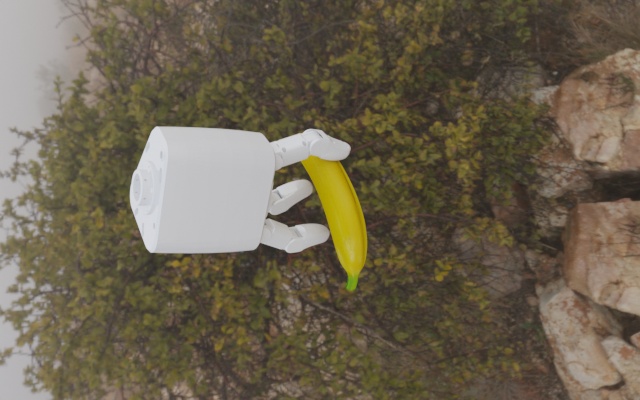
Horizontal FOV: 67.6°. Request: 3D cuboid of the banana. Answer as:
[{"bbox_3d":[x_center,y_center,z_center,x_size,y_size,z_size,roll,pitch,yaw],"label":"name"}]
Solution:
[{"bbox_3d":[0.010,-0.004,0.522,0.037,0.197,0.070,-4,-25,-34],"label":"banana"}]
